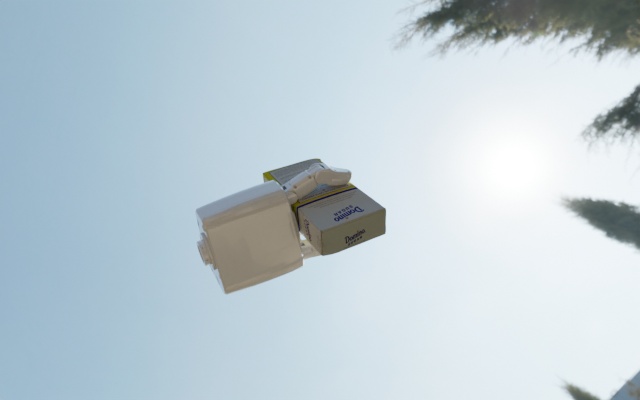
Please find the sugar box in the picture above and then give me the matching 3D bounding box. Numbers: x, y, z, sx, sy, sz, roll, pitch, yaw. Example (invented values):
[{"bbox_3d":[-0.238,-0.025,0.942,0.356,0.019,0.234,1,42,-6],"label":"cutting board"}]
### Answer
[{"bbox_3d":[0.000,0.003,0.634,0.093,0.048,0.176,-18,36,-22],"label":"sugar box"}]
